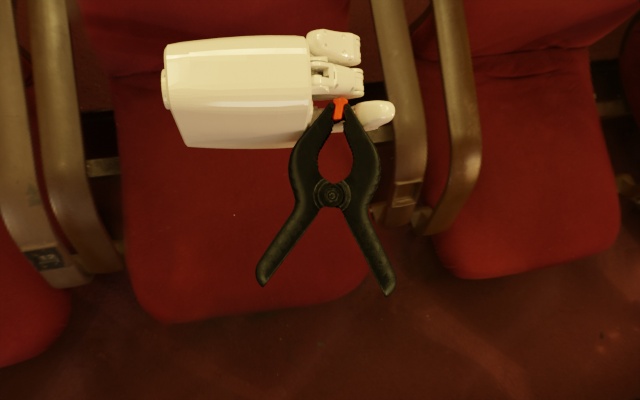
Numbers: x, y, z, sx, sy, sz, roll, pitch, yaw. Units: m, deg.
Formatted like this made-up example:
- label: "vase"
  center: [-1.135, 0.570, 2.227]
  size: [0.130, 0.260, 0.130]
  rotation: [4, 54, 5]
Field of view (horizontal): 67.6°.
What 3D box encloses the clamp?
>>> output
- label: "clamp"
  center: [0.000, 0.001, 0.408]
  size: [0.120, 0.171, 0.039]
  rotation: [-4, -1, -5]
